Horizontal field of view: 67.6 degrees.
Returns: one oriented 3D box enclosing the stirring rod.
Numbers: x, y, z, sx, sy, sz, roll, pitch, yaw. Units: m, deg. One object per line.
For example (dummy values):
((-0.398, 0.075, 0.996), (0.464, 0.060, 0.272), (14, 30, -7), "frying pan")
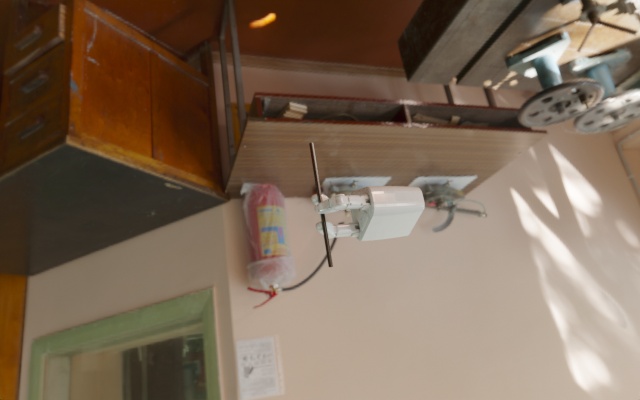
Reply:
((0.000, 0.003, 0.864), (0.011, 0.239, 0.011), (-8, -21, -3), "stirring rod")
